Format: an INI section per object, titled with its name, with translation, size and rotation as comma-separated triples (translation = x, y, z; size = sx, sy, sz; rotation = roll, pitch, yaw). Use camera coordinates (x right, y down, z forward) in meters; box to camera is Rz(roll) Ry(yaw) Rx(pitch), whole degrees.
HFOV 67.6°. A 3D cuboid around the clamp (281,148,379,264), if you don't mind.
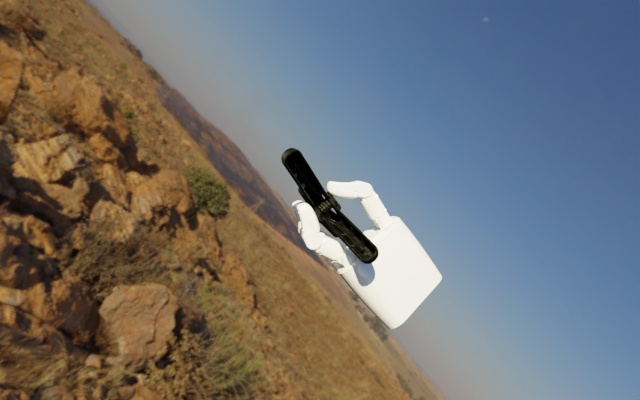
[clamp]
translation = 0.001, 0.002, 0.640
size = 0.036, 0.164, 0.210
rotation = -38, 7, -4
